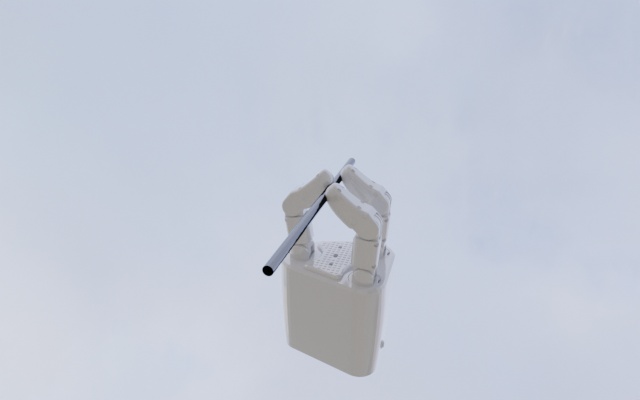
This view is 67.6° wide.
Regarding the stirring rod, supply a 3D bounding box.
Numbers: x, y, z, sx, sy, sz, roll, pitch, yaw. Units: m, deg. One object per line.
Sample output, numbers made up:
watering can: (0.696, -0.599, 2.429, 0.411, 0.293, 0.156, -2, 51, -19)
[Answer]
stirring rod: (0.000, 0.001, 0.415, 0.011, 0.011, 0.239, 0, 22, 18)
